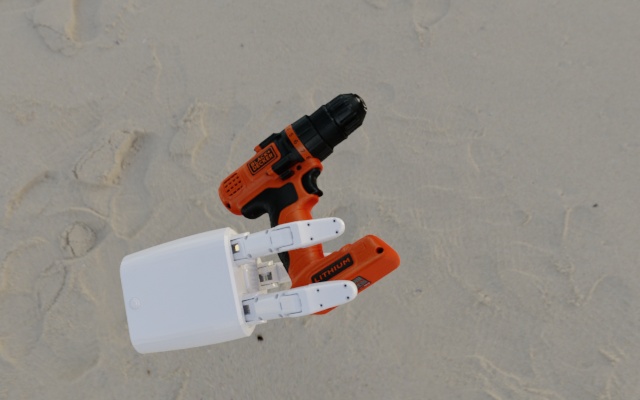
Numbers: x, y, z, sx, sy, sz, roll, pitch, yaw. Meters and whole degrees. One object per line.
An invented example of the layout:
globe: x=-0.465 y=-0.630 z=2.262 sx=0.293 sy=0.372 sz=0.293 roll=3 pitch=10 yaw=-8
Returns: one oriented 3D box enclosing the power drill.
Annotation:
power drill: x=0.000 y=0.002 z=0.474 sx=0.184 sy=0.187 sz=0.057 roll=-37 pitch=-31 yaw=12
